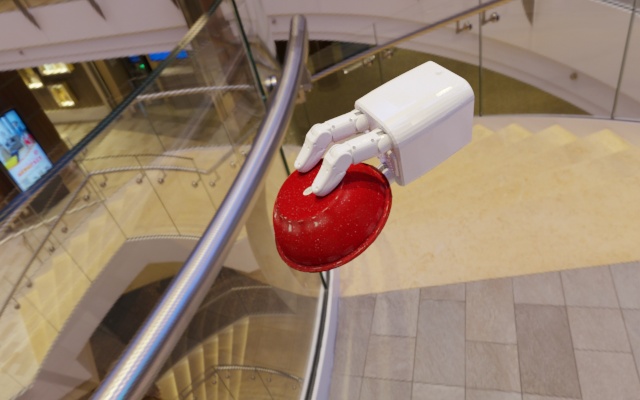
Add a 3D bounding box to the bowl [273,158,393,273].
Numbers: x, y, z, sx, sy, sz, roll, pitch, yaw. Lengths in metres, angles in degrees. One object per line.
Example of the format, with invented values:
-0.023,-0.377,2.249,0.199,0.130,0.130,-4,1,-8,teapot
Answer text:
-0.001,0.003,0.564,0.162,0.162,0.055,0,-35,37,bowl
